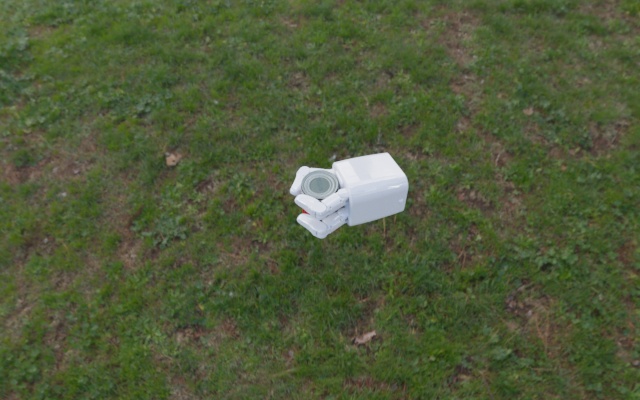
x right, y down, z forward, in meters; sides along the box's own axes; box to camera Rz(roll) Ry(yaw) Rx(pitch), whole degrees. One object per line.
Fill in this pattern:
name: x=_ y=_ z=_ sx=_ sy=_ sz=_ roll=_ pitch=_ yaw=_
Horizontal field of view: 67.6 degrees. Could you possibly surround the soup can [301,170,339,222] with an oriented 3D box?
soup can: x=0.000 y=0.003 z=0.857 sx=0.068 sy=0.068 sz=0.102 roll=0 pitch=-38 yaw=1
